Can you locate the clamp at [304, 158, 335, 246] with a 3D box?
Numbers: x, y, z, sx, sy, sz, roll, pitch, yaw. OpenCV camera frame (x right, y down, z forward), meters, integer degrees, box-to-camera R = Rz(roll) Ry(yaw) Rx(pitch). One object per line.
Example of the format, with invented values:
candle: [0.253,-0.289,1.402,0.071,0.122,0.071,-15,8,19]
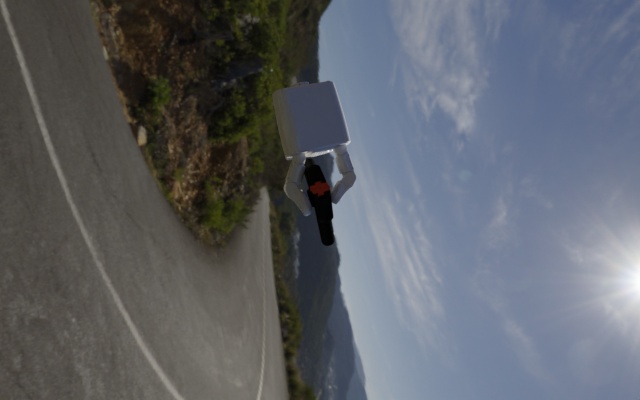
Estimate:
clamp: [0.001,0.002,0.792,0.036,0.164,0.210,-16,1,-3]
